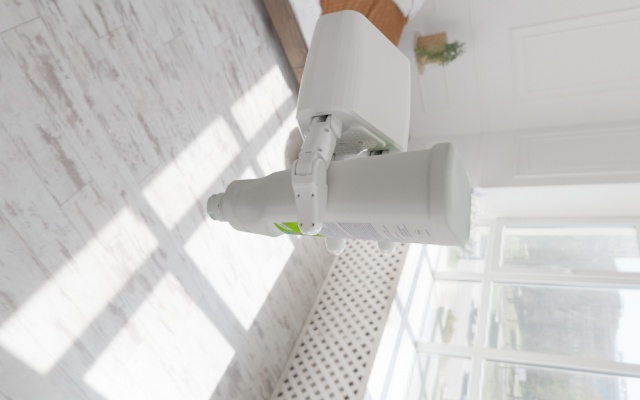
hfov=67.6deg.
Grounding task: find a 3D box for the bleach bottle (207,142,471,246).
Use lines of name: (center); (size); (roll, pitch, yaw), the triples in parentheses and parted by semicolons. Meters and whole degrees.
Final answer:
bleach bottle: (0.000, 0.001, 0.432); (0.251, 0.068, 0.103); (-1, -22, 26)
